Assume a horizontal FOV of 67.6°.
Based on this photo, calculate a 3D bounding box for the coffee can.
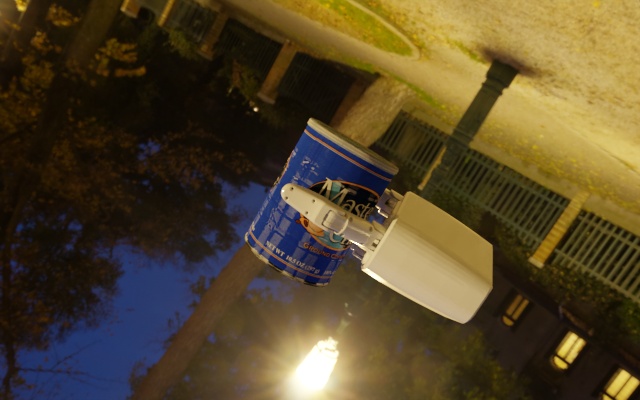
[{"bbox_3d":[0.000,0.001,0.491,0.103,0.140,0.102,29,11,-6],"label":"coffee can"}]
